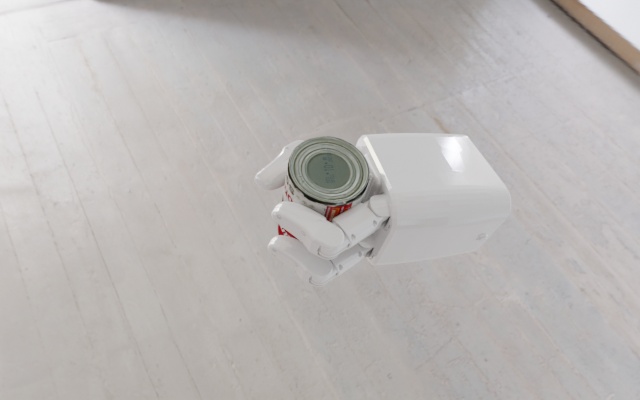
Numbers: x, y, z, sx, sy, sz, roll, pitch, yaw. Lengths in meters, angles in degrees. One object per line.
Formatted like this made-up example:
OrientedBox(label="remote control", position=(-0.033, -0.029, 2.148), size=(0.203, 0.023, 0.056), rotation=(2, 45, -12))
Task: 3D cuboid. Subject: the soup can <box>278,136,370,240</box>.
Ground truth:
OrientedBox(label="soup can", position=(0.000, 0.001, 0.417), size=(0.068, 0.068, 0.102), rotation=(0, -32, -10))
